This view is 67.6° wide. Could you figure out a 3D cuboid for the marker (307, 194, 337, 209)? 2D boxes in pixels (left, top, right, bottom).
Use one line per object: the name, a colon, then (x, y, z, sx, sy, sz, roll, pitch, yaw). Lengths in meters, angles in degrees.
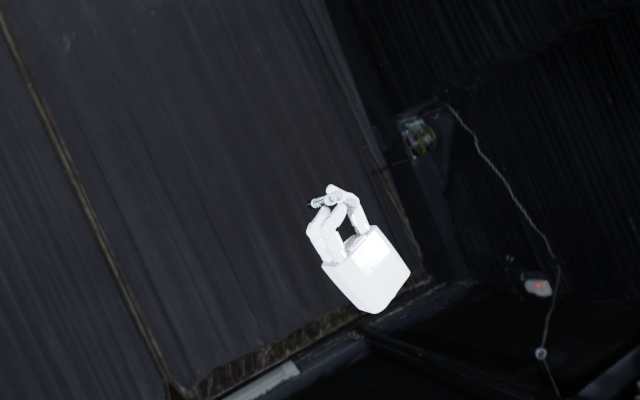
marker: (0.000, 0.003, 0.839, 0.020, 0.020, 0.121, 0, -5, -18)
